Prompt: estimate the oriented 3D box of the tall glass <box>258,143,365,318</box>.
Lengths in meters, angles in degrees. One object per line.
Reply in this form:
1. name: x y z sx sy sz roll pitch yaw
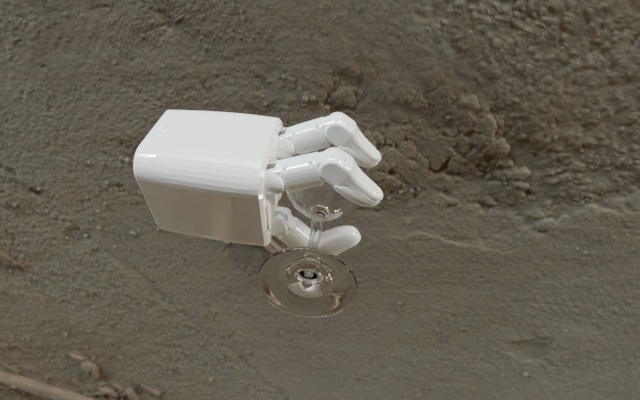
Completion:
1. tall glass: 0.000 0.002 0.428 0.079 0.079 0.201 0 38 8
